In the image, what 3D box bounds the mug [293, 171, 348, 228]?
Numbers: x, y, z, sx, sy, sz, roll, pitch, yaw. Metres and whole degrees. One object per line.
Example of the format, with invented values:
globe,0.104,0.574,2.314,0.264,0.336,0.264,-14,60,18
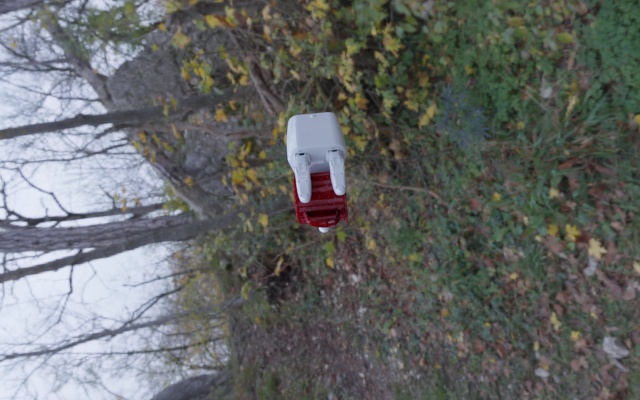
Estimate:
mug,0.000,0.004,0.773,0.081,0.093,0.117,-6,42,0
